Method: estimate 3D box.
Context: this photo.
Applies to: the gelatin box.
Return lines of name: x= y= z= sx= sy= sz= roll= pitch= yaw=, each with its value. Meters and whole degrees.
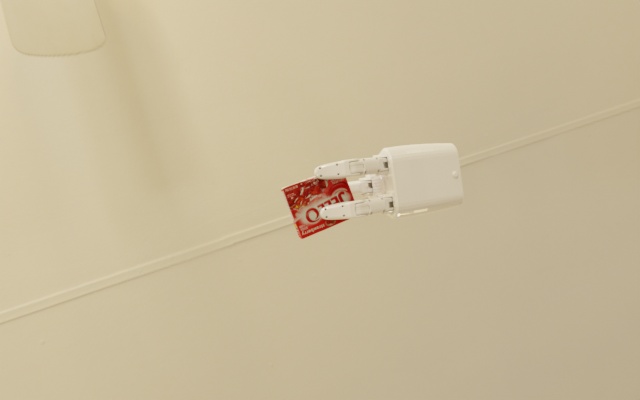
gelatin box: x=0.000 y=0.002 z=0.652 sx=0.089 sy=0.073 sz=0.030 roll=-21 pitch=4 yaw=-9
